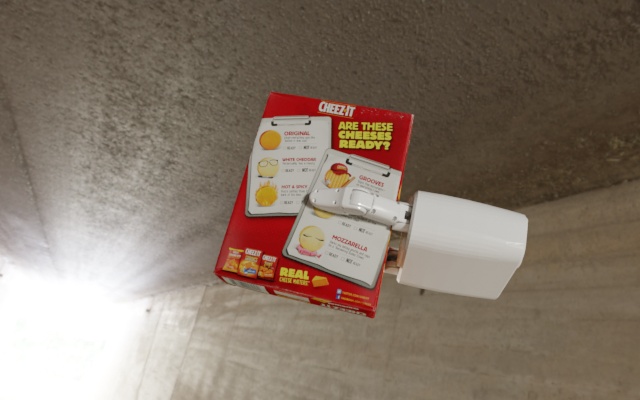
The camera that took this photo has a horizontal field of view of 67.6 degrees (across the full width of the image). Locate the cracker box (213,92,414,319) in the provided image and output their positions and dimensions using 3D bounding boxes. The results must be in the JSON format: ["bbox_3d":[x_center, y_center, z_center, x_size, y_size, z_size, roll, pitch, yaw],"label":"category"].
[{"bbox_3d":[0.000,0.002,0.515,0.164,0.213,0.072,11,-19,8],"label":"cracker box"}]
